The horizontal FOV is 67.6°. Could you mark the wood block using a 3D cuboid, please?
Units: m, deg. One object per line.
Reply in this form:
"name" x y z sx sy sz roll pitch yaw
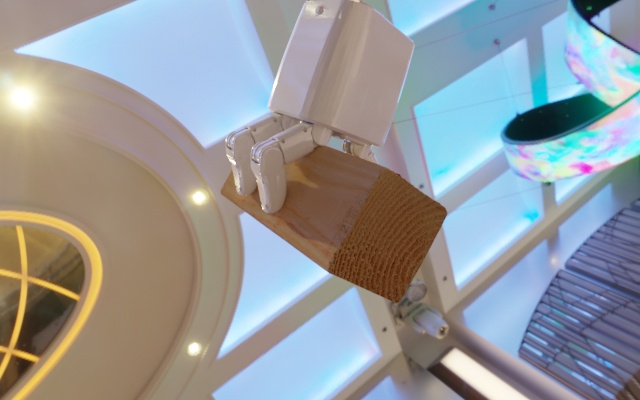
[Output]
"wood block" 0.000 0.001 0.448 0.091 0.090 0.206 29 0 -37
